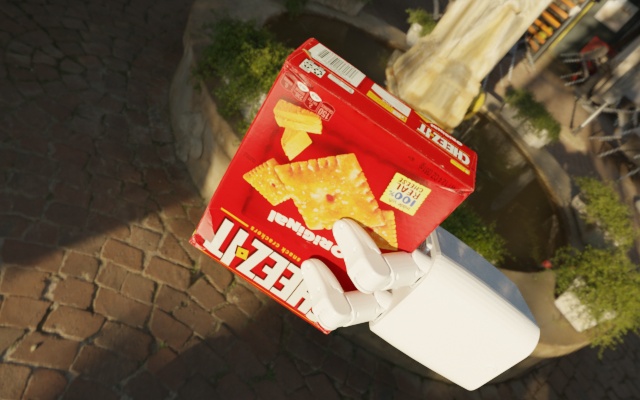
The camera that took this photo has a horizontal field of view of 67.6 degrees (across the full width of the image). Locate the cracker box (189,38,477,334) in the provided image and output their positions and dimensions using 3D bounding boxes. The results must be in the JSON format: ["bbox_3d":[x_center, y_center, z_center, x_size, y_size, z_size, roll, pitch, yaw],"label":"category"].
[{"bbox_3d":[0.000,0.001,0.414,0.164,0.214,0.072,35,35,-3],"label":"cracker box"}]
